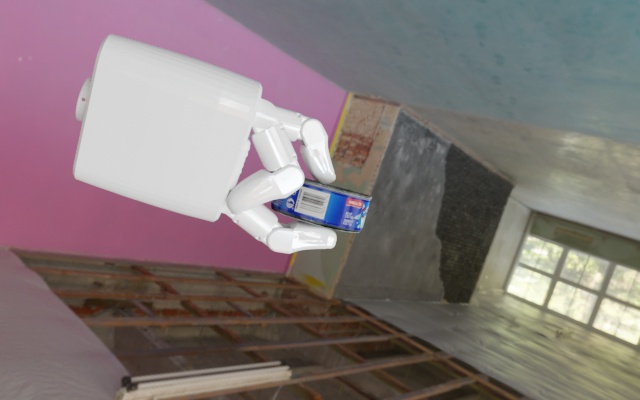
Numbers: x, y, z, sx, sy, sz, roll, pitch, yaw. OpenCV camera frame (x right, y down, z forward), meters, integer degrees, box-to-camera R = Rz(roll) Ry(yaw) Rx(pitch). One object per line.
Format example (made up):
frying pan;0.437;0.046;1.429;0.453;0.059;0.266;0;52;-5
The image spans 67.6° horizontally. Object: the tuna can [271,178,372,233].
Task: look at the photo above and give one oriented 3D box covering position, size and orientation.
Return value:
tuna can;0.000;0.002;0.424;0.086;0.034;0.086;15;3;-1
